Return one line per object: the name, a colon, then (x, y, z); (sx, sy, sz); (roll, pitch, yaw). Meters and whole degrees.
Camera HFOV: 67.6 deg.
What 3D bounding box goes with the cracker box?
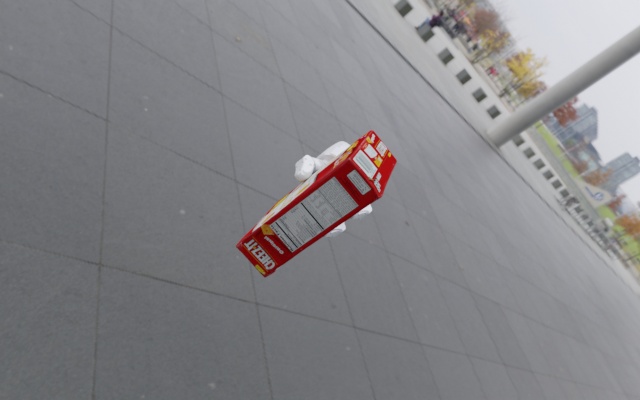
cracker box: (0.000, 0.002, 0.690); (0.214, 0.072, 0.164); (-37, 7, 25)
